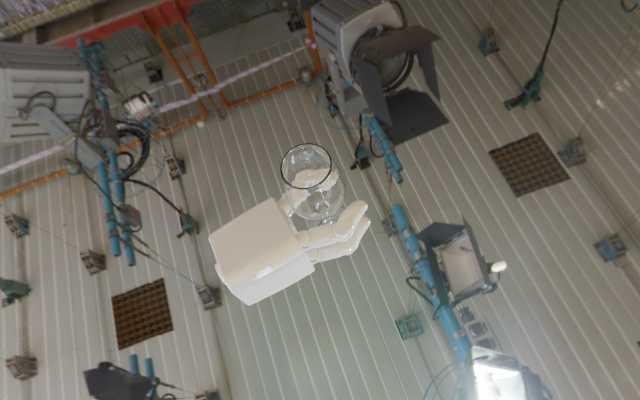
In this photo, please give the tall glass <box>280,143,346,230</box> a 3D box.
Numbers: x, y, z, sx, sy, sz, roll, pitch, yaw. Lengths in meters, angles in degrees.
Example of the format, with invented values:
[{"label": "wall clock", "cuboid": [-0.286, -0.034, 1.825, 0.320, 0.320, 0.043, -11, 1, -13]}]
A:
[{"label": "tall glass", "cuboid": [0.000, 0.002, 0.642, 0.079, 0.079, 0.201, 0, -26, 11]}]
